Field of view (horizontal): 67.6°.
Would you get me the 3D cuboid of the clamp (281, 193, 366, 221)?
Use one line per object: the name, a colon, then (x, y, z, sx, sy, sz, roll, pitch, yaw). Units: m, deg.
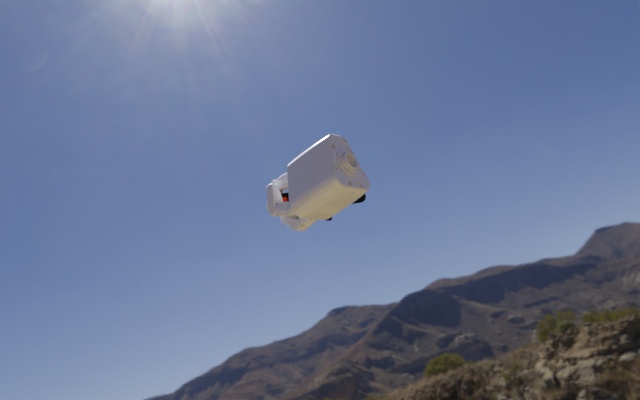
clamp: (0.000, 0.002, 0.899, 0.120, 0.039, 0.171, -34, -26, 35)
